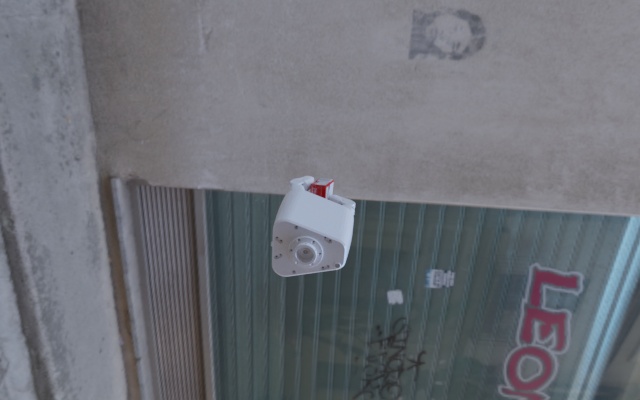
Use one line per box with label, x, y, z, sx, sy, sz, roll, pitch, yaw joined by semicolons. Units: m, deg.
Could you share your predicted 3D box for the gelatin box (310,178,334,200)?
gelatin box;0.001;0.003;0.833;0.030;0.073;0.089;7;11;9
